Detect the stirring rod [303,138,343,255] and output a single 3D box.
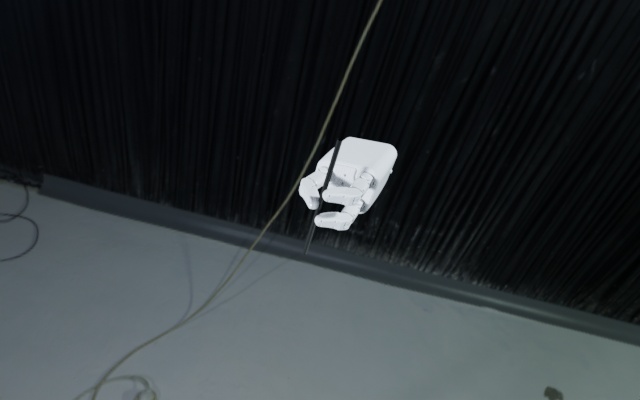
[{"bbox_3d":[0.000,0.002,0.751,0.011,0.240,0.011,10,40,-9],"label":"stirring rod"}]
